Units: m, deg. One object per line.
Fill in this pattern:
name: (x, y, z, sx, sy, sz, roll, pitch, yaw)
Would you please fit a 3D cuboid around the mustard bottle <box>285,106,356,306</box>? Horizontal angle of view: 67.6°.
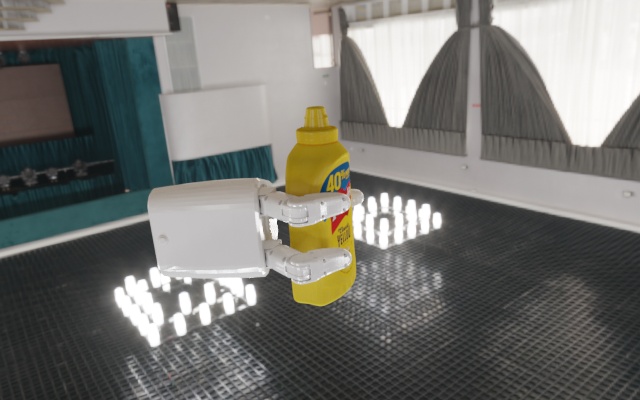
mustard bottle: (0.000, 0.002, 0.486, 0.058, 0.192, 0.096, 5, 19, 26)
